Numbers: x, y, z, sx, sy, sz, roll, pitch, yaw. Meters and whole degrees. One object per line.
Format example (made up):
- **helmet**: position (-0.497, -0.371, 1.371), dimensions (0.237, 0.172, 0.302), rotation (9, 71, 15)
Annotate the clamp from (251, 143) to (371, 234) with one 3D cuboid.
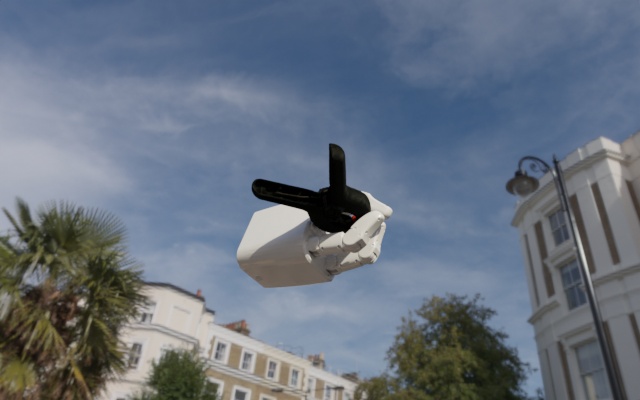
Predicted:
- **clamp**: position (0.000, 0.001, 0.586), dimensions (0.120, 0.039, 0.172), rotation (-13, -38, 22)
